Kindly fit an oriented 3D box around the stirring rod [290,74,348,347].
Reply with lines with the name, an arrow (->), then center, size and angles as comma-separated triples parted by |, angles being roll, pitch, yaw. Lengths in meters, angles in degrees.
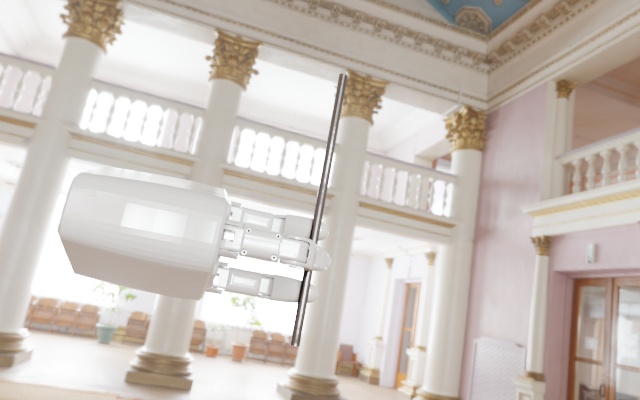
stirring rod -> 0.000, 0.001, 0.410 | 0.011, 0.239, 0.011 | 10, -13, 2
